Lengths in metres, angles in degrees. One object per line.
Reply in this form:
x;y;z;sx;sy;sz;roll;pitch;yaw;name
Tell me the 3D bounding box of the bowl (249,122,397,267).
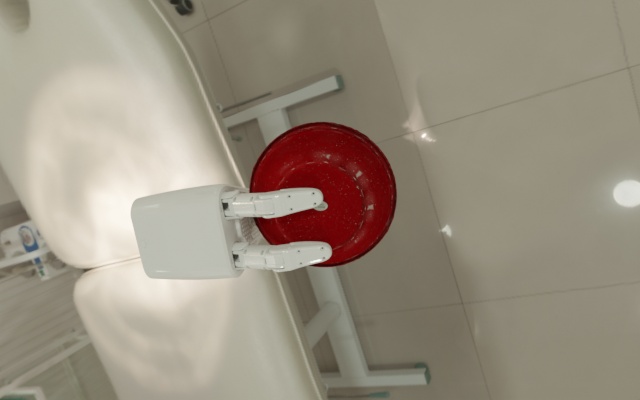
0.001;0.001;0.494;0.162;0.162;0.055;0;13;4;bowl
